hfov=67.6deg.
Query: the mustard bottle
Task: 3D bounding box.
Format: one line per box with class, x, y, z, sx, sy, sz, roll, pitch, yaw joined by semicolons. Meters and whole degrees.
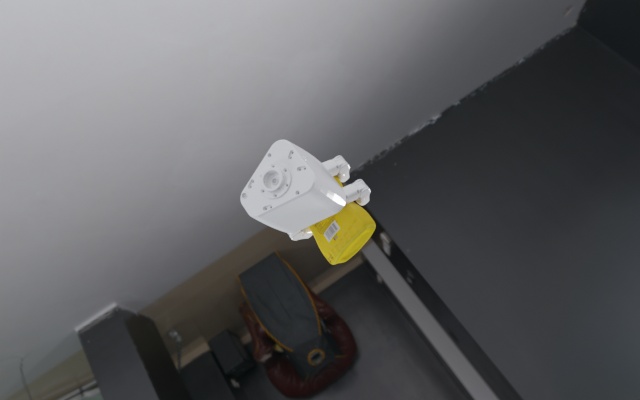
mustard bottle;0.000;0.003;0.771;0.058;0.191;0.096;-6;-40;-48
